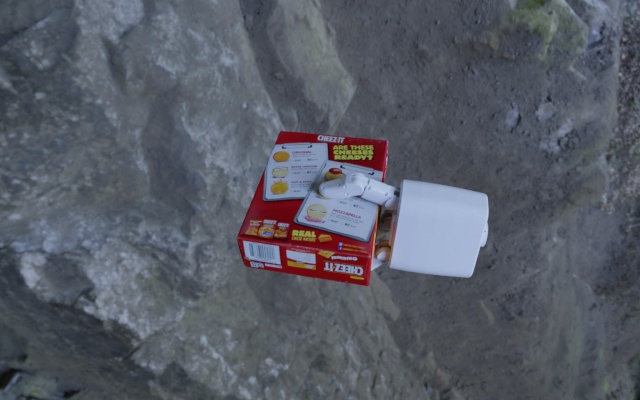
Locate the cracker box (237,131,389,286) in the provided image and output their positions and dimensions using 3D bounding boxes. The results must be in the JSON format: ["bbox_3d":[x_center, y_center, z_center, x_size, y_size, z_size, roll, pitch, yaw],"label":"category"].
[{"bbox_3d":[0.000,0.002,0.648,0.164,0.213,0.072,7,-44,9],"label":"cracker box"}]
